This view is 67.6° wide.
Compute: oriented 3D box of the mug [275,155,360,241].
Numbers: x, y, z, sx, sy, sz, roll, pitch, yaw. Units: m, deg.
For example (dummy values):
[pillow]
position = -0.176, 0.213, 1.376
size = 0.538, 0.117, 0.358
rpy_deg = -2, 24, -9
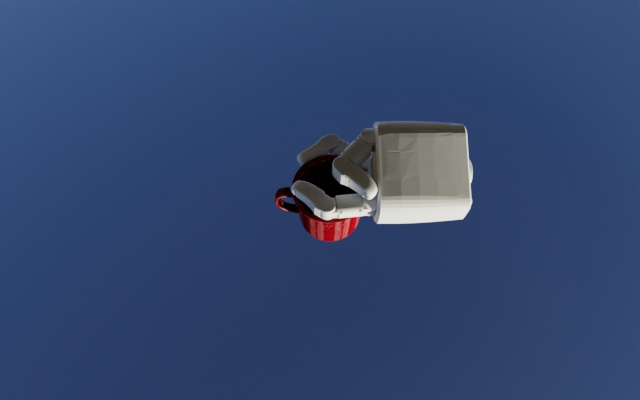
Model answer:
[mug]
position = -0.001, 0.002, 0.611
size = 0.117, 0.093, 0.081
rpy_deg = -1, -26, 1
